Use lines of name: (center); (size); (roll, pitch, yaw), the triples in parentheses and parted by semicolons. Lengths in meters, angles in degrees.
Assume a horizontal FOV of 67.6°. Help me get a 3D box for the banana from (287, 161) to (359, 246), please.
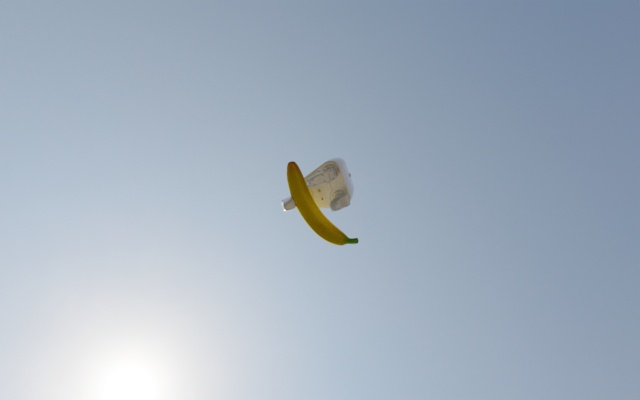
banana: (-0.009, 0.016, 0.906); (0.070, 0.198, 0.037); (-43, -4, 31)
